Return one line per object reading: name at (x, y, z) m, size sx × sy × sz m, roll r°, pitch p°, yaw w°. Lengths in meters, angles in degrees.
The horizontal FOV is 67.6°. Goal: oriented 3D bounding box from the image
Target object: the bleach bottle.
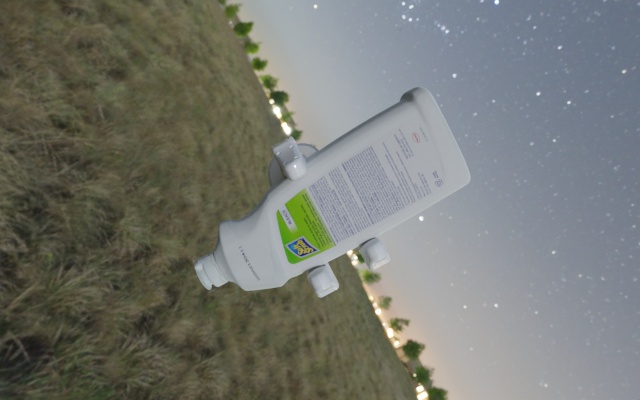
bleach bottle at (0.000, 0.001, 0.430) m, size 0.251 × 0.102 × 0.068 m, roll -28°, pitch 5°, yaw 0°
